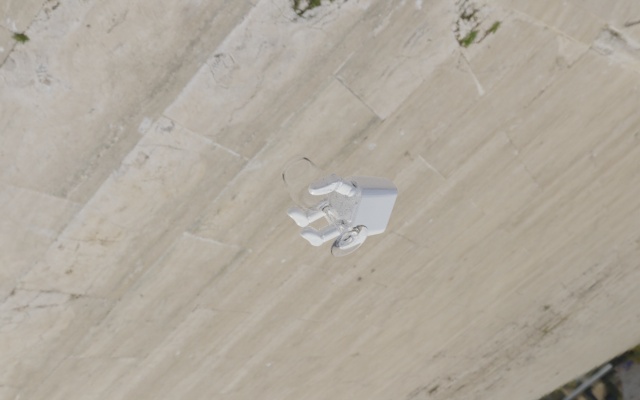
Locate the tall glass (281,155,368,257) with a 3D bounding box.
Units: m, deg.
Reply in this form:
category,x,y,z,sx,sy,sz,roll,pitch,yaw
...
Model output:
category,x,y,z,sx,sy,sz,roll,pitch,yaw
tall glass,0.000,0.003,0.857,0.079,0.079,0.201,0,42,-42
